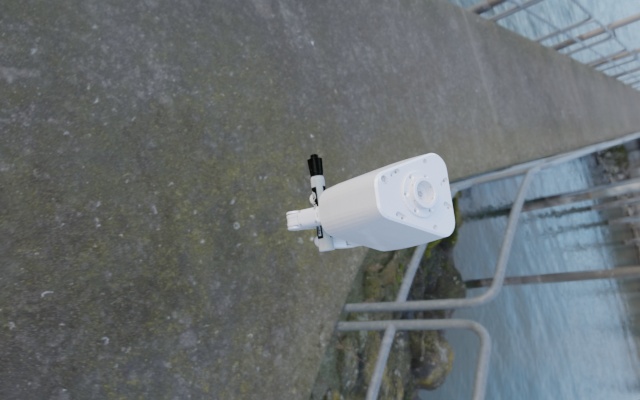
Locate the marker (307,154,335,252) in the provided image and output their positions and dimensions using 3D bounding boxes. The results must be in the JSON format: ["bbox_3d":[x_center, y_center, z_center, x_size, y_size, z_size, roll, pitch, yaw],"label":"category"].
[{"bbox_3d":[0.000,0.002,0.589,0.020,0.121,0.020,-7,-8,-1],"label":"marker"}]
